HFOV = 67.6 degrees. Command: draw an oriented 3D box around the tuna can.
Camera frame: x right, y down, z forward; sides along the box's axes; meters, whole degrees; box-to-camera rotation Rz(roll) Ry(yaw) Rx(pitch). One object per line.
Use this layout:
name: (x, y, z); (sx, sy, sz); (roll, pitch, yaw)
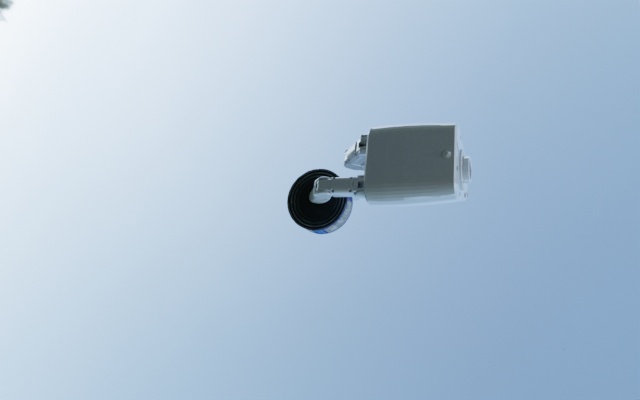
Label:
tuna can: (0.000, 0.002, 0.653); (0.086, 0.086, 0.034); (0, -16, 21)
